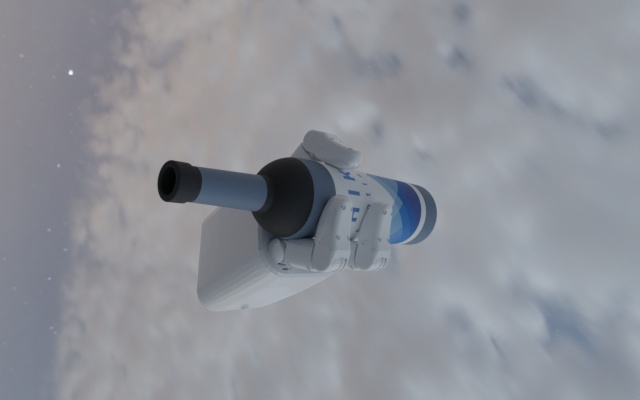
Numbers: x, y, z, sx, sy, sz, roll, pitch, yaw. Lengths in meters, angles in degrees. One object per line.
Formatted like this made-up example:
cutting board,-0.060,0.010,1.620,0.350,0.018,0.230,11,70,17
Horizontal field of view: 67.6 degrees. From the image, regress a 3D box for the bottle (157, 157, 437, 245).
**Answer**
bottle,0.000,0.001,0.415,0.069,0.069,0.296,0,-6,42
